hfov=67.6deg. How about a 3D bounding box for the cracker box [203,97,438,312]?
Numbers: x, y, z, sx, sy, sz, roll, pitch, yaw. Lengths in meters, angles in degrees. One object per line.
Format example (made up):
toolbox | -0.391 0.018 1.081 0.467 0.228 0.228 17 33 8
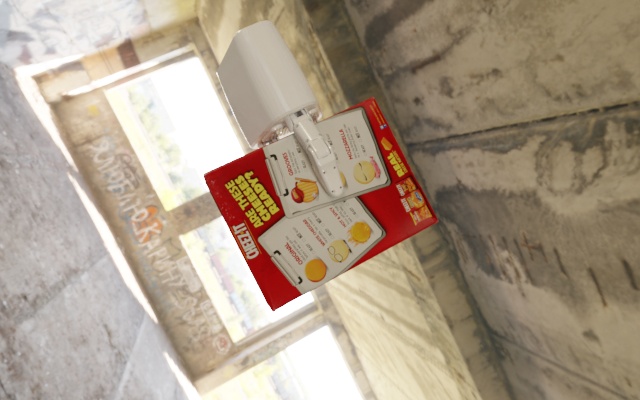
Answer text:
cracker box | 0.000 0.002 0.548 0.213 0.164 0.072 -27 -2 -13
